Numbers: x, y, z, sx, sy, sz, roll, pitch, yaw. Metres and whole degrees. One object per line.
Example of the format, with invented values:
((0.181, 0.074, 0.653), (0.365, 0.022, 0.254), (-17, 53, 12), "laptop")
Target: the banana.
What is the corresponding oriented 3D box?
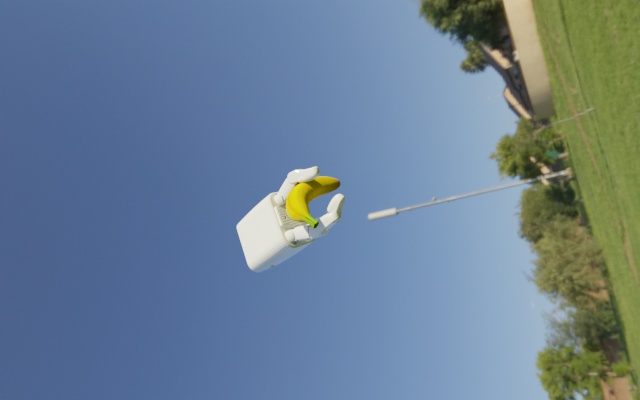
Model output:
((-0.017, -0.005, 0.826), (0.069, 0.037, 0.197), (29, 28, 1), "banana")
